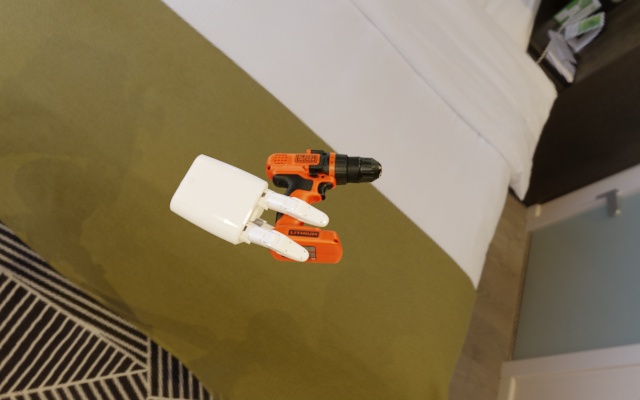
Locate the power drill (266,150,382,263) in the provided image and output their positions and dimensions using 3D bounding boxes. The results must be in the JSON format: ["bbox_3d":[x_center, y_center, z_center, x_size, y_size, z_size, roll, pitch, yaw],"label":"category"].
[{"bbox_3d":[0.000,0.003,0.719,0.184,0.187,0.057,1,-41,6],"label":"power drill"}]
